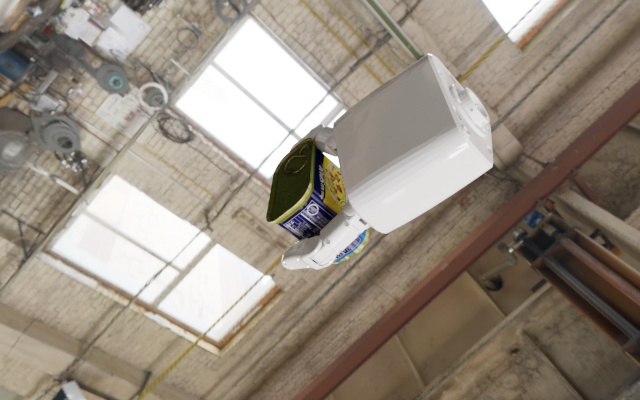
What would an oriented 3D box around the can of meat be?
[{"bbox_3d":[0.000,0.002,0.468,0.057,0.102,0.084,-37,-60,27],"label":"can of meat"}]
